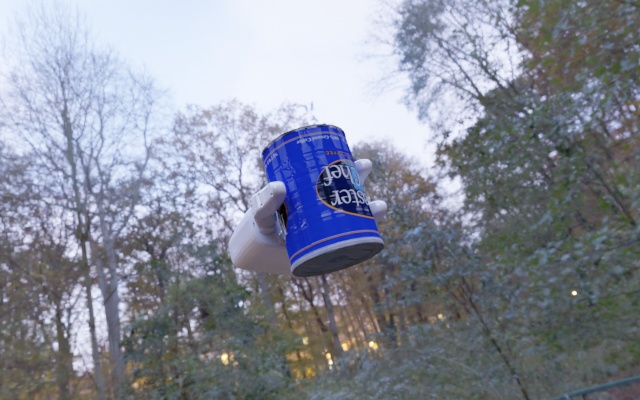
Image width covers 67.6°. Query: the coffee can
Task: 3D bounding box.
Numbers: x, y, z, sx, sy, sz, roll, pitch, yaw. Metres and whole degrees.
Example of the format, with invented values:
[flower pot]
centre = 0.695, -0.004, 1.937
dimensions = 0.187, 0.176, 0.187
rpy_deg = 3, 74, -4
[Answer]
[coffee can]
centre = 0.000, 0.002, 0.530
dimensions = 0.103, 0.140, 0.103
rpy_deg = -15, -20, -6
